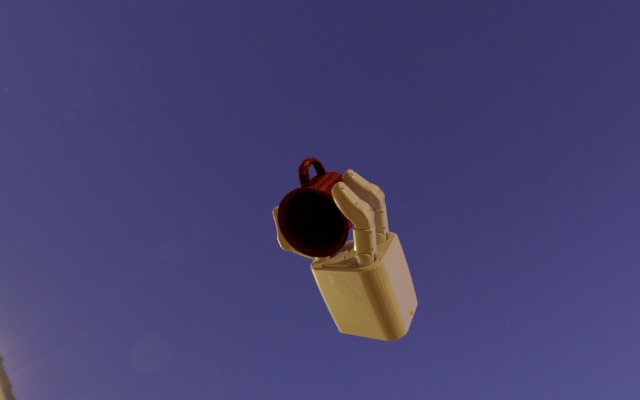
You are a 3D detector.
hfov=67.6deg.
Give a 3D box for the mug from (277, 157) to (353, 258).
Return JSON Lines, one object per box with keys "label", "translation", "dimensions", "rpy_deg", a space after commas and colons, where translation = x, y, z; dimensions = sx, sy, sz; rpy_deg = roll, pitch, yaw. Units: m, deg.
{"label": "mug", "translation": [0.000, 0.001, 0.604], "dimensions": [0.093, 0.117, 0.081], "rpy_deg": [-12, 17, 26]}
